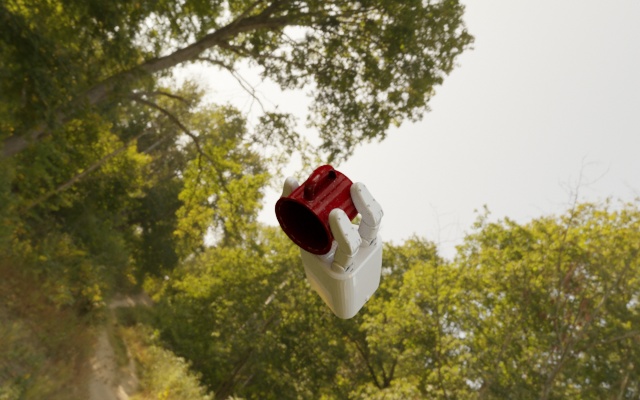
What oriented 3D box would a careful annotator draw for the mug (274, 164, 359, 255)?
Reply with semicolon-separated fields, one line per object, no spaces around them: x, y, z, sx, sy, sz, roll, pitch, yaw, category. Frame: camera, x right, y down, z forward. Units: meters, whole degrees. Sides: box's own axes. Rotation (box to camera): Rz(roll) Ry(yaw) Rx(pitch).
0.000;0.001;0.616;0.093;0.117;0.081;27;52;27;mug
